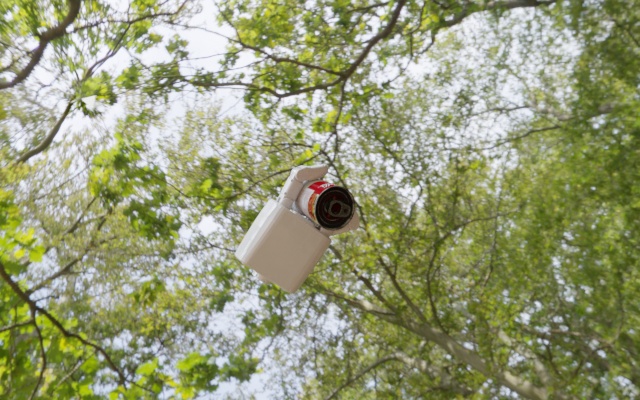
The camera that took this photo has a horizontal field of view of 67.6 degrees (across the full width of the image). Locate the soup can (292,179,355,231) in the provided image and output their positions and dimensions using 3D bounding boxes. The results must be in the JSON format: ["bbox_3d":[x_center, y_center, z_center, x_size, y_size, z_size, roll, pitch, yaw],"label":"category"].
[{"bbox_3d":[0.000,0.002,0.747,0.068,0.068,0.102,0,11,-27],"label":"soup can"}]
